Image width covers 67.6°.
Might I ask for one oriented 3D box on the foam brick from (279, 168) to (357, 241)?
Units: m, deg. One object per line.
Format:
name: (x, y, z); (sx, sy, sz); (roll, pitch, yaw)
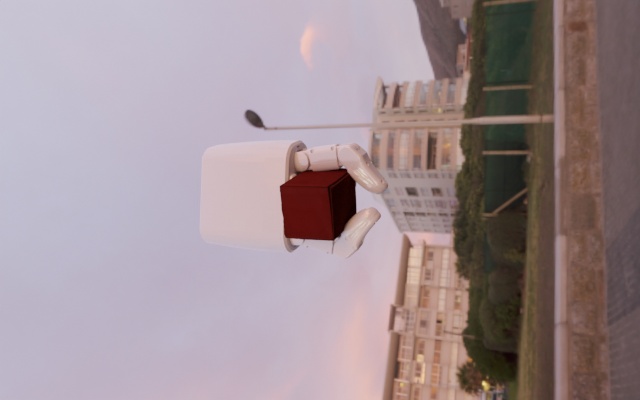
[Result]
foam brick: (0.000, 0.002, 0.467); (0.051, 0.053, 0.078); (2, 17, 20)
